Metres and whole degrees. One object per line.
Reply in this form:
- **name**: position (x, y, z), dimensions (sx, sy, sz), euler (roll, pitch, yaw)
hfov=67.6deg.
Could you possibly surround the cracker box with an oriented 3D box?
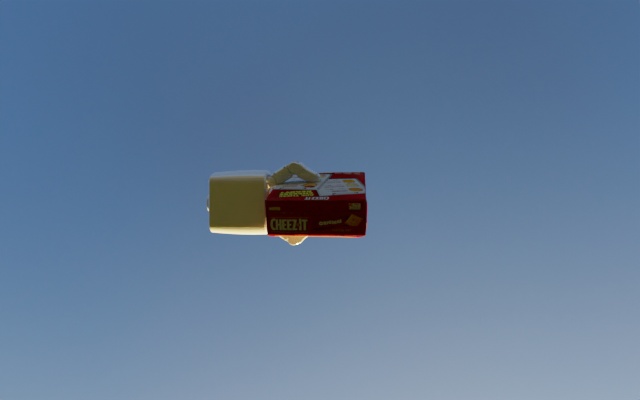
- **cracker box**: position (0.000, 0.003, 0.860), dimensions (0.164, 0.072, 0.213), euler (-1, 15, 5)
